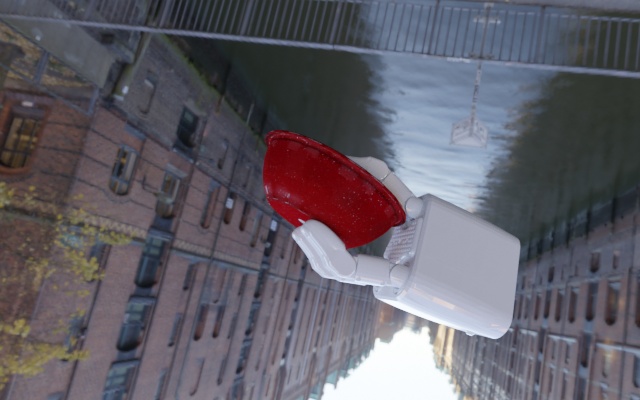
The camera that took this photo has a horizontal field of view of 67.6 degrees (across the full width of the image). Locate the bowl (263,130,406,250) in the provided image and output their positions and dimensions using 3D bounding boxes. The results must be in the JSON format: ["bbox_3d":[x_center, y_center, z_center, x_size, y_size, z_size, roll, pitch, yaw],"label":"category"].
[{"bbox_3d":[-0.001,0.001,0.471,0.162,0.055,0.162,31,-13,8],"label":"bowl"}]
